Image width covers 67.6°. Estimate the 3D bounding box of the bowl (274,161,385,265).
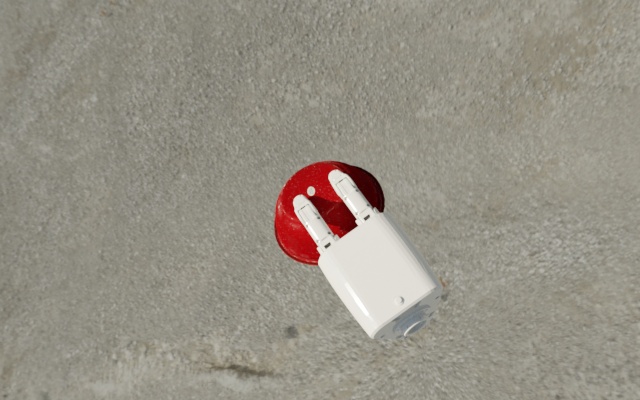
[{"bbox_3d":[-0.001,0.001,0.634,0.162,0.162,0.055,0,-33,27],"label":"bowl"}]
